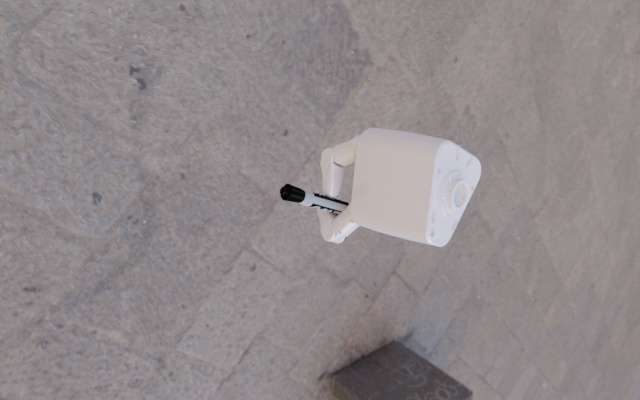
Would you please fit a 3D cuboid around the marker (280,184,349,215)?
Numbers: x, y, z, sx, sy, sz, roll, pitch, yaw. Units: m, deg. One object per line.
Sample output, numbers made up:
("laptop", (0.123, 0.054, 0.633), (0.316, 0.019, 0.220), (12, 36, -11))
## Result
("marker", (0.000, 0.002, 0.558), (0.020, 0.020, 0.121), (0, -12, 44))
